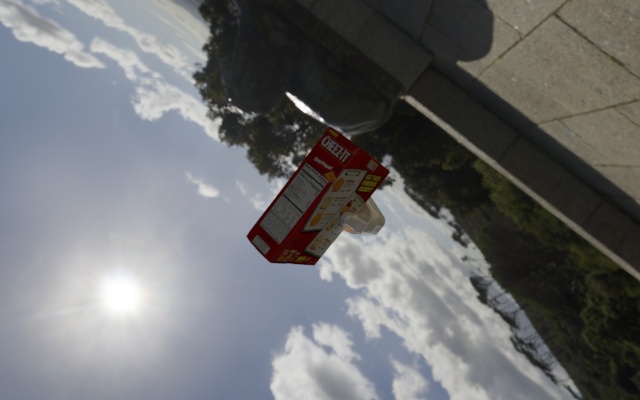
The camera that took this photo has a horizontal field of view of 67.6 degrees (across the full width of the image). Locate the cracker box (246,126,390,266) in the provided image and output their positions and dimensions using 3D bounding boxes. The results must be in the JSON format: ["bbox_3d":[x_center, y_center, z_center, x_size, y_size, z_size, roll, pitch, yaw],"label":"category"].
[{"bbox_3d":[0.000,0.003,0.766,0.072,0.214,0.164,41,9,24],"label":"cracker box"}]
